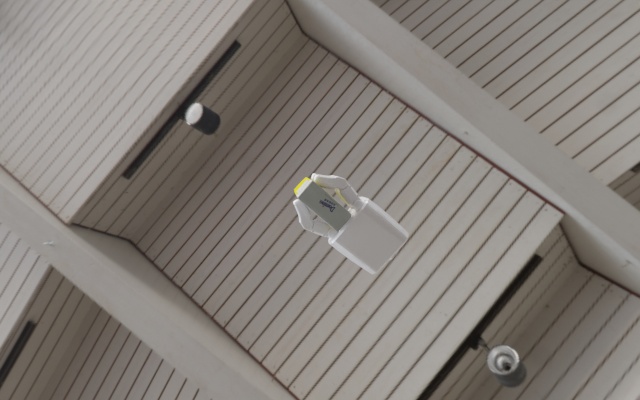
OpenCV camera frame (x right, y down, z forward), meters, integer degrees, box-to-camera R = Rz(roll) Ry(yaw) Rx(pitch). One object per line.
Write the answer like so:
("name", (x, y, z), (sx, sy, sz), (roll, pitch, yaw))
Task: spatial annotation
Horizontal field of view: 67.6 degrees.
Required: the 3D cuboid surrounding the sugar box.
("sugar box", (0.001, 0.003, 0.879), (0.093, 0.048, 0.176), (41, -2, -8))
